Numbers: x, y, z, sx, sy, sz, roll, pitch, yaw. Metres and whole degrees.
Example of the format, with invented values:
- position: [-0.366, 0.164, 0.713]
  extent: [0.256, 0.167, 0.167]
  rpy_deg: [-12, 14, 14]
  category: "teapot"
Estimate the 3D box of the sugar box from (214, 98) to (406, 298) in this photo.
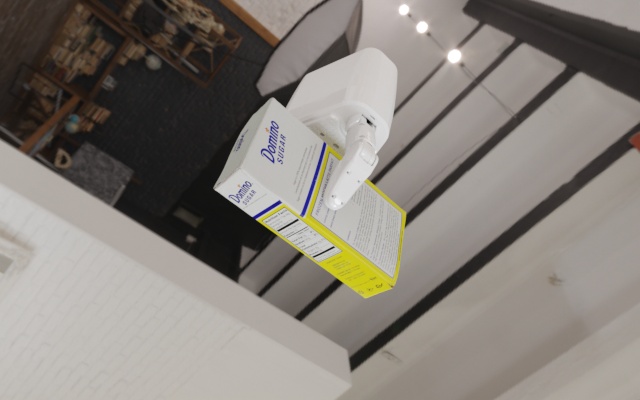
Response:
- position: [0.000, 0.002, 0.422]
  extent: [0.176, 0.093, 0.048]
  rpy_deg: [37, -46, -21]
  category: "sugar box"
